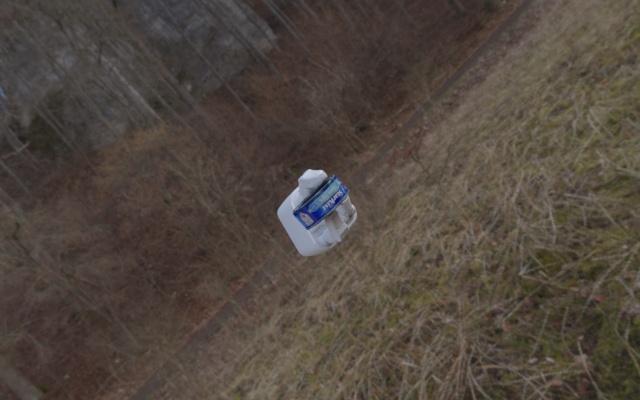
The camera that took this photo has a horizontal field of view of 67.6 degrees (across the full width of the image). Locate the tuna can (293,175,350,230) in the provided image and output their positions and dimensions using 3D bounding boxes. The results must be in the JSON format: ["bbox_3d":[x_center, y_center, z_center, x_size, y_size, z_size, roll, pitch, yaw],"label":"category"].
[{"bbox_3d":[0.000,0.002,0.697,0.086,0.034,0.086,-42,6,6],"label":"tuna can"}]
